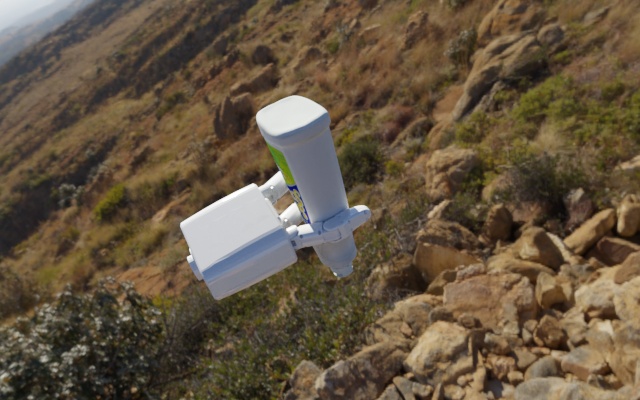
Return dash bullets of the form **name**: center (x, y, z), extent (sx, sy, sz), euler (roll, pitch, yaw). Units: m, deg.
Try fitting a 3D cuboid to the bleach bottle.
- **bleach bottle**: center (0.000, 0.002, 0.592), extent (0.068, 0.251, 0.102), euler (-28, 34, -12)
